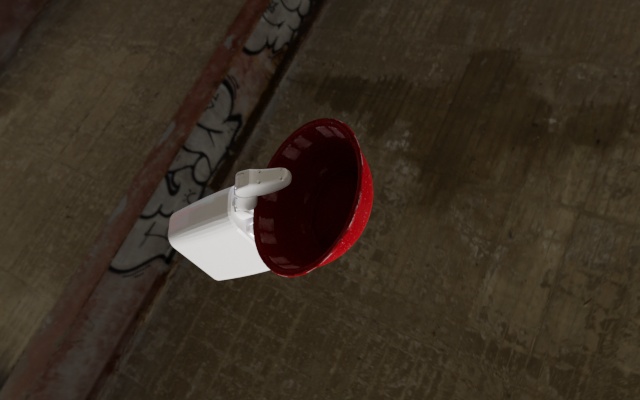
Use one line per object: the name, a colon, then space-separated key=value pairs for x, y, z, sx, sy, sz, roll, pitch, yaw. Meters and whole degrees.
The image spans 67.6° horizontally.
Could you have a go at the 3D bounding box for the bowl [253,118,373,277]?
bowl: x=0.001 y=0.002 z=0.482 sx=0.055 sy=0.162 sz=0.162 roll=21 pitch=-13 yaw=-38
